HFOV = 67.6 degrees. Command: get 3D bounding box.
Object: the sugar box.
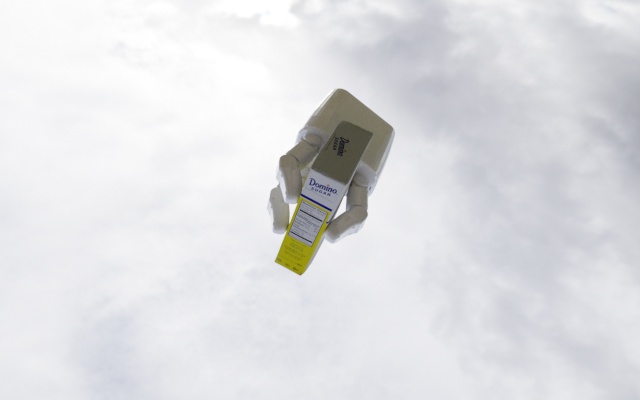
[{"bbox_3d":[0.000,0.002,0.547,0.048,0.176,0.093,25,47,5],"label":"sugar box"}]
